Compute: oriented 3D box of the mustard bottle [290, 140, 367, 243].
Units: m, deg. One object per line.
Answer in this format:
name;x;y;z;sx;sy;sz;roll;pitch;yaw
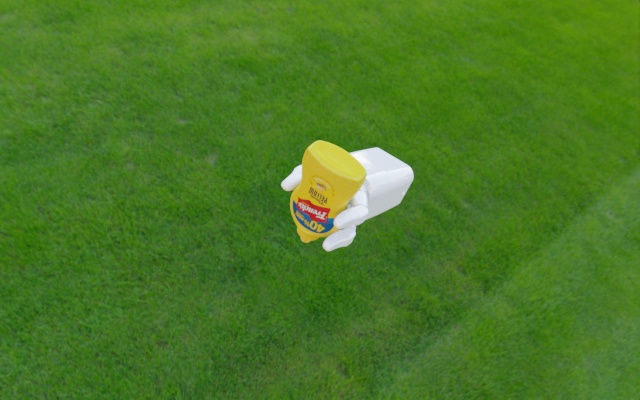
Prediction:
mustard bottle;0.000;0.002;0.760;0.096;0.192;0.058;33;45;11
